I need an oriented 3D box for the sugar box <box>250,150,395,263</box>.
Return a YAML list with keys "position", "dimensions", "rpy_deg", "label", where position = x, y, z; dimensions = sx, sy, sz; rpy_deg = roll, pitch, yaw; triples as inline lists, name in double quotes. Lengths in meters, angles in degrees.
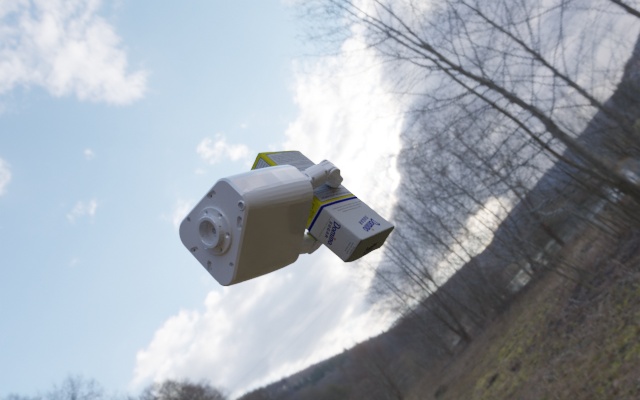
- position: [0.000, 0.002, 0.609]
  dimensions: [0.176, 0.048, 0.093]
  rpy_deg: [43, 28, 21]
  label: "sugar box"
